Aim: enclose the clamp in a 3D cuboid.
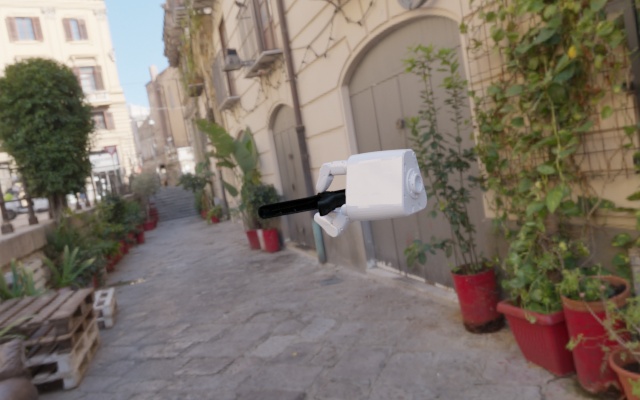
[{"bbox_3d":[0.001,0.002,0.882,0.164,0.036,0.210,-4,7,37],"label":"clamp"}]
